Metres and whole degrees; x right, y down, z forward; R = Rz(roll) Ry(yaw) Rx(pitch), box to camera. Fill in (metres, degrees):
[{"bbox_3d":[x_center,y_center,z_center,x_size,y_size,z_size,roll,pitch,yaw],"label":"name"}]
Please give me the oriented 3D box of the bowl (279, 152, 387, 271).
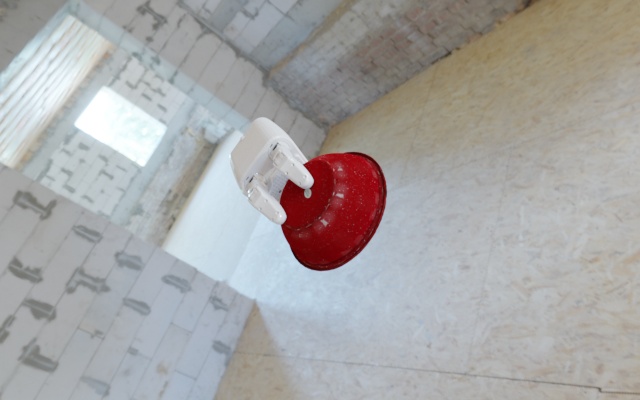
[{"bbox_3d":[0.001,0.002,0.584,0.162,0.162,0.055,0,-22,45],"label":"bowl"}]
